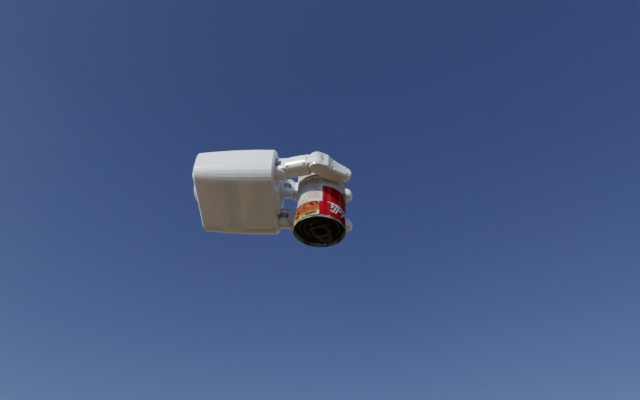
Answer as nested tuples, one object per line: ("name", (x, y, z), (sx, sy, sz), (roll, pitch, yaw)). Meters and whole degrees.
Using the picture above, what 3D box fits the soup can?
("soup can", (0.001, 0.002, 0.642), (0.068, 0.102, 0.069), (1, -40, 1))
